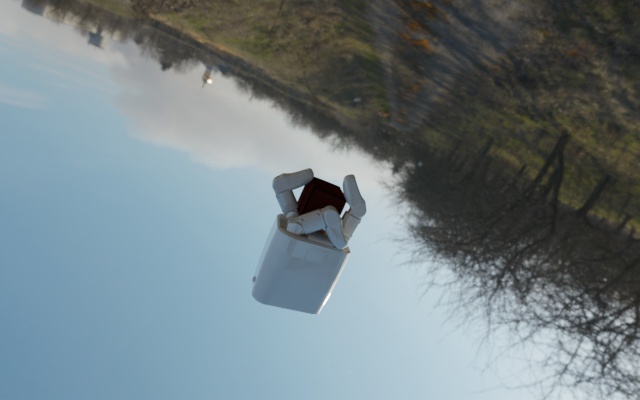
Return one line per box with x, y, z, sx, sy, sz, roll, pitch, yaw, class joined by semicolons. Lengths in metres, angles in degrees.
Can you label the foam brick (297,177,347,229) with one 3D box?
0.000;0.002;0.683;0.053;0.051;0.078;22;11;-10;foam brick
